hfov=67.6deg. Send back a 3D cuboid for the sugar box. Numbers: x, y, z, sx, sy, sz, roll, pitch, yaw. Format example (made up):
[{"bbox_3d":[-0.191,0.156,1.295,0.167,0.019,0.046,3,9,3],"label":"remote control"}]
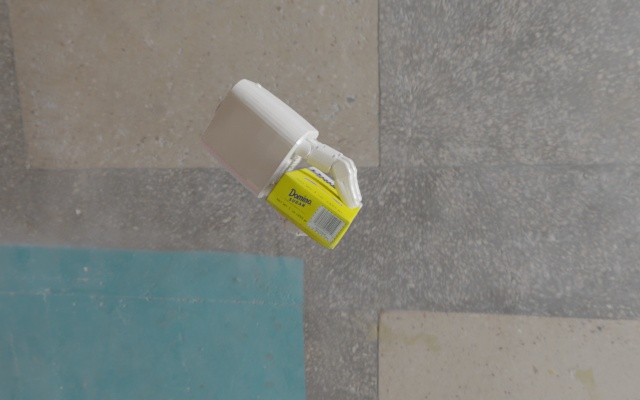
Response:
[{"bbox_3d":[0.000,0.001,0.600,0.093,0.048,0.176,38,13,3],"label":"sugar box"}]
